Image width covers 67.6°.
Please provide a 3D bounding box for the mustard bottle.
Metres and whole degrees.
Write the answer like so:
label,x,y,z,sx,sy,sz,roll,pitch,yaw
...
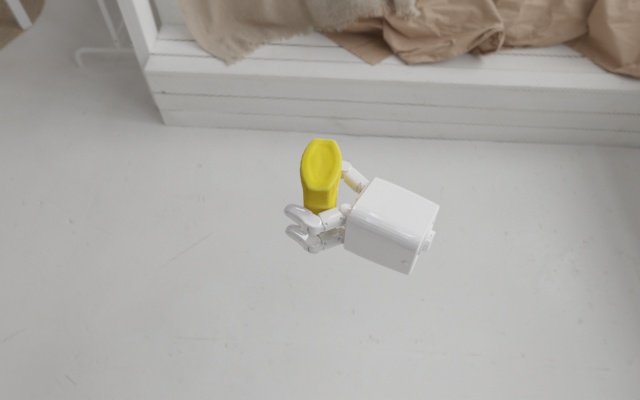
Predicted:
label,x,y,z,sx,sy,sz,roll,pitch,yaw
mustard bottle,0.000,0.002,0.726,0.058,0.096,0.192,3,-35,2
